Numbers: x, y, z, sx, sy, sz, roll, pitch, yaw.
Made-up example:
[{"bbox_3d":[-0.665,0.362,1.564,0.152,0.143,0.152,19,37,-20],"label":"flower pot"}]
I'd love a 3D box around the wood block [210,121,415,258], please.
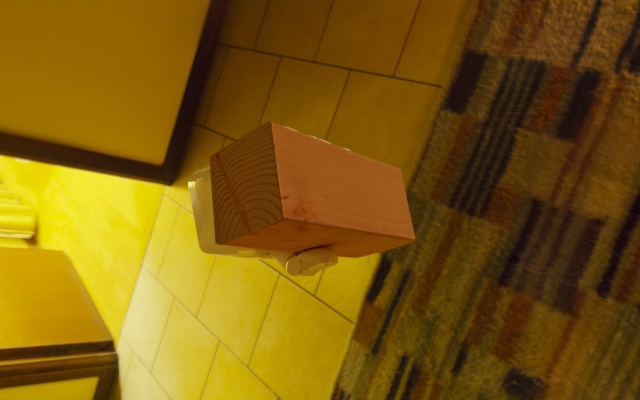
[{"bbox_3d":[0.000,0.002,0.491,0.090,0.090,0.206,-22,-22,37],"label":"wood block"}]
